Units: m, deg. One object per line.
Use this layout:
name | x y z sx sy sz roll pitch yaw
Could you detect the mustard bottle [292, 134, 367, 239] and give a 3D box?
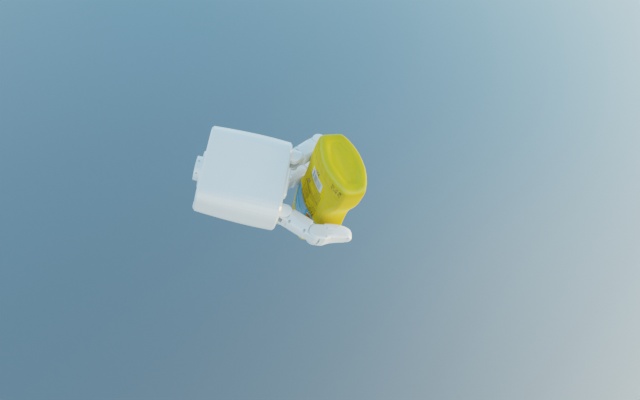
mustard bottle | 0.001 0.002 0.664 0.058 0.096 0.192 -9 -29 -25
